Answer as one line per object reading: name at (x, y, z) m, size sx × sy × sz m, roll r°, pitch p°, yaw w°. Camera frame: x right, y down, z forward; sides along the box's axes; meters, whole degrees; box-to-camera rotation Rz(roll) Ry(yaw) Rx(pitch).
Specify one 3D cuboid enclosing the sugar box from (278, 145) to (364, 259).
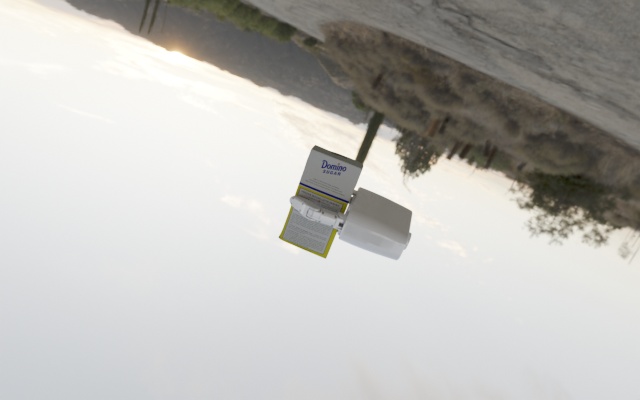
sugar box at (0.000, 0.003, 0.822) m, size 0.093 × 0.176 × 0.048 m, roll 22°, pitch 17°, yaw 1°
